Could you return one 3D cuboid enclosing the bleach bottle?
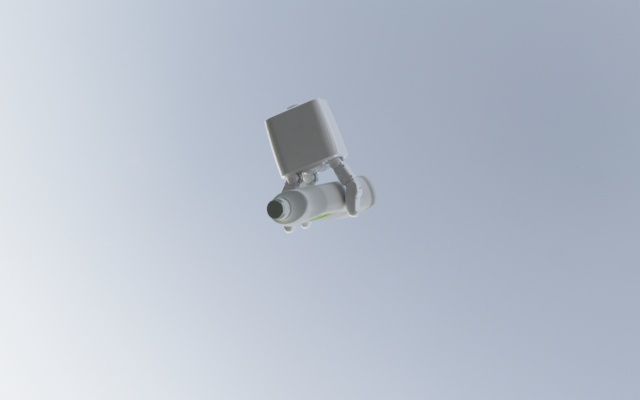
[{"bbox_3d":[0.000,0.003,0.795,0.102,0.068,0.251,-24,-8,28],"label":"bleach bottle"}]
